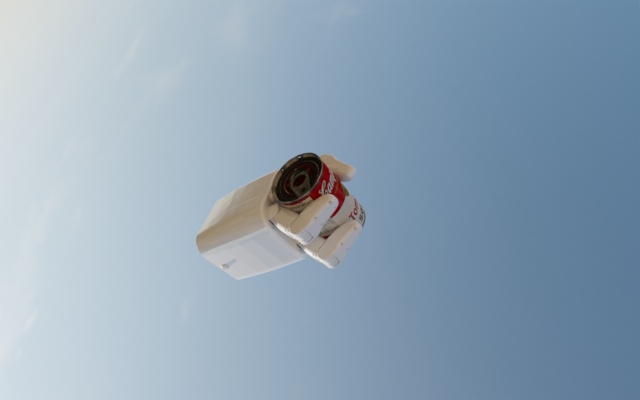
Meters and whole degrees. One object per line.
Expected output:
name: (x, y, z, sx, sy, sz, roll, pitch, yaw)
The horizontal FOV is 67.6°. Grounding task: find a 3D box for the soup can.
soup can: (0.001, 0.002, 0.558, 0.068, 0.068, 0.102, 0, -33, 40)
